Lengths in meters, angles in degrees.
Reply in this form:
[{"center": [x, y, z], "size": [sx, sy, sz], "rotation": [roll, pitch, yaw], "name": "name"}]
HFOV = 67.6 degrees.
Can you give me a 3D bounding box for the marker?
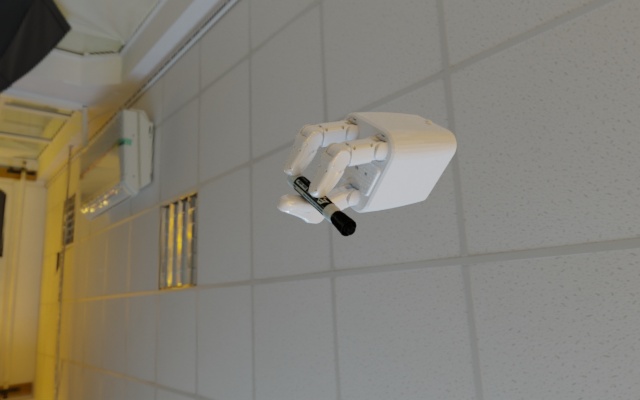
[{"center": [0.000, 0.002, 0.511], "size": [0.020, 0.020, 0.121], "rotation": [0, 28, -35], "name": "marker"}]
